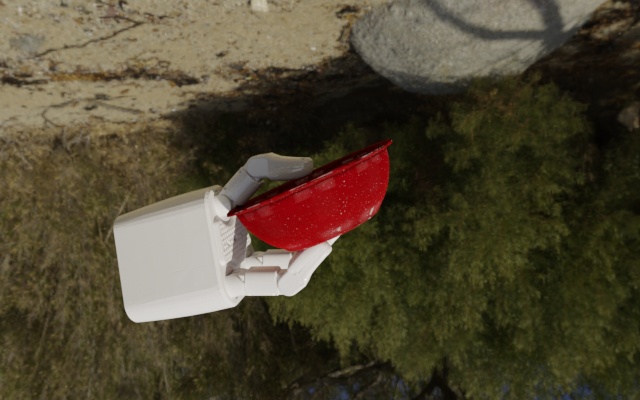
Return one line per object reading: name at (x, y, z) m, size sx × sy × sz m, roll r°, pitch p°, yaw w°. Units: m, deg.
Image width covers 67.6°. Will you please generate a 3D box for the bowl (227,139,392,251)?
bowl at (0.001, 0.001, 0.432) m, size 0.162 × 0.055 × 0.162 m, roll -25°, pitch 5°, yaw 3°
